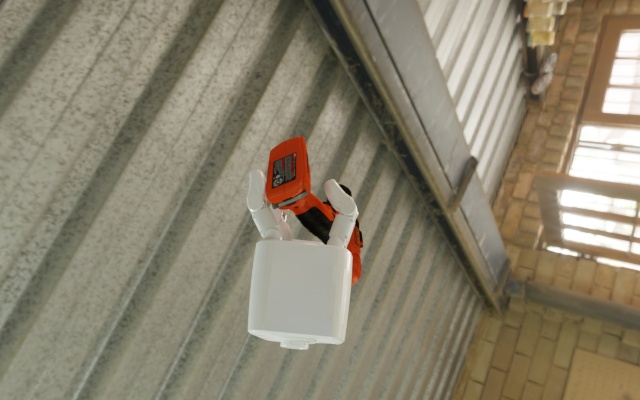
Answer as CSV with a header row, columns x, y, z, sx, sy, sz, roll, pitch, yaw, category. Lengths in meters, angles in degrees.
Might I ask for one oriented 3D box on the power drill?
x,y,z,sx,sy,sz,roll,pitch,yaw,category
0.000,0.002,0.662,0.057,0.184,0.188,-24,-49,19,power drill
